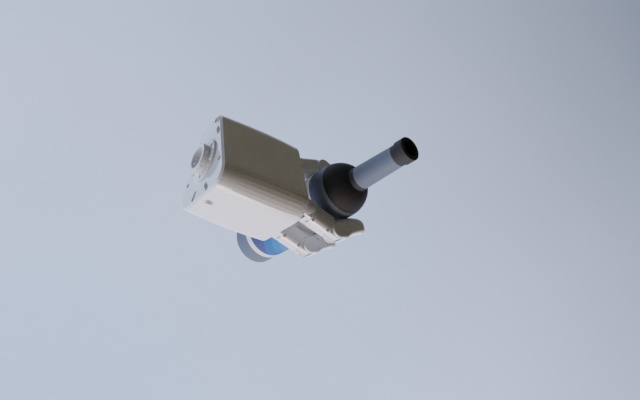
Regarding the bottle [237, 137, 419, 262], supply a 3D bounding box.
[{"bbox_3d":[0.000,0.002,0.595,0.069,0.069,0.296,0,-22,-43],"label":"bottle"}]
